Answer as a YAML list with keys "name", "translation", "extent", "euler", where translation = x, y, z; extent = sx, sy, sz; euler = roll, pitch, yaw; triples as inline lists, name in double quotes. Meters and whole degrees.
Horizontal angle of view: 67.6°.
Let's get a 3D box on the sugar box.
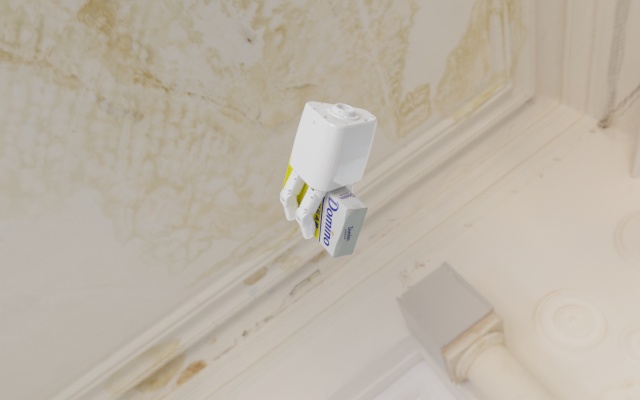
- name: "sugar box"
  translation: [0.000, 0.002, 0.780]
  extent: [0.048, 0.093, 0.176]
  euler: [-6, 36, -32]
